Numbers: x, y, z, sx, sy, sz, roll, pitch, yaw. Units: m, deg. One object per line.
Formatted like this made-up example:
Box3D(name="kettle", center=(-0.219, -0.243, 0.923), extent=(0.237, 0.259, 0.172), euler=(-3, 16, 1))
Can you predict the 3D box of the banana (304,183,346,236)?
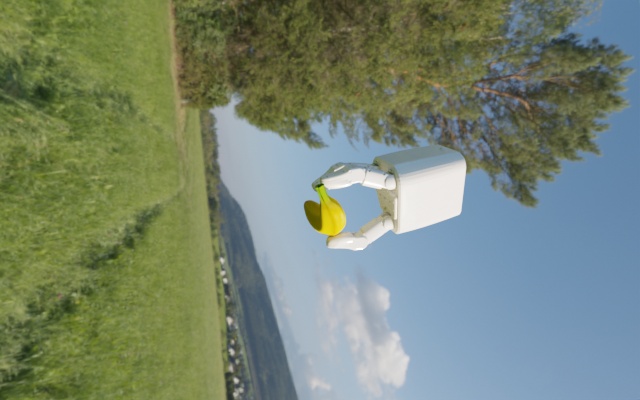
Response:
Box3D(name="banana", center=(0.006, 0.020, 0.704), extent=(0.037, 0.069, 0.198), euler=(-17, -5, -10))
